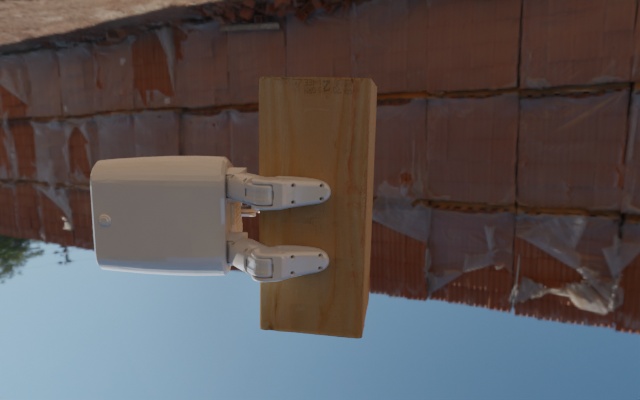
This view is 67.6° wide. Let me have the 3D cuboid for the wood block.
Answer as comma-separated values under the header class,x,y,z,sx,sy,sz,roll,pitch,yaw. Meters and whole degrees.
class,x,y,z,sx,sy,sz,roll,pitch,yaw
wood block,0.000,0.001,0.419,0.090,0.206,0.091,3,10,8
